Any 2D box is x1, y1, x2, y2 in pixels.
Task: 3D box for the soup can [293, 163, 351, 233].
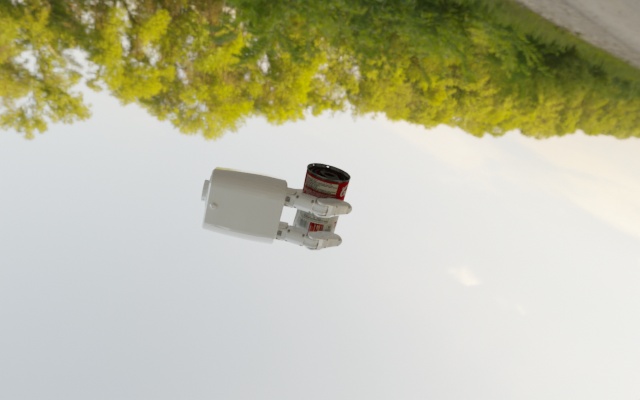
[{"bbox_3d":[0.001,0.003,0.728,0.068,0.102,0.068,14,21,-5],"label":"soup can"}]
